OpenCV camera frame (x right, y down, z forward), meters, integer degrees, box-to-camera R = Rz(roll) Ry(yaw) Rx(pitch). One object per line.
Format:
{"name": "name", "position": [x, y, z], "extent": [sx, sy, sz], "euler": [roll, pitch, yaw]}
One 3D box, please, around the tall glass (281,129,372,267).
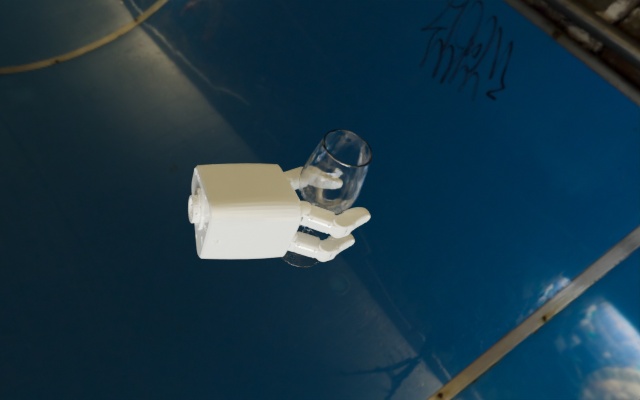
{"name": "tall glass", "position": [0.000, 0.002, 0.621], "extent": [0.079, 0.079, 0.201], "euler": [0, -40, -25]}
